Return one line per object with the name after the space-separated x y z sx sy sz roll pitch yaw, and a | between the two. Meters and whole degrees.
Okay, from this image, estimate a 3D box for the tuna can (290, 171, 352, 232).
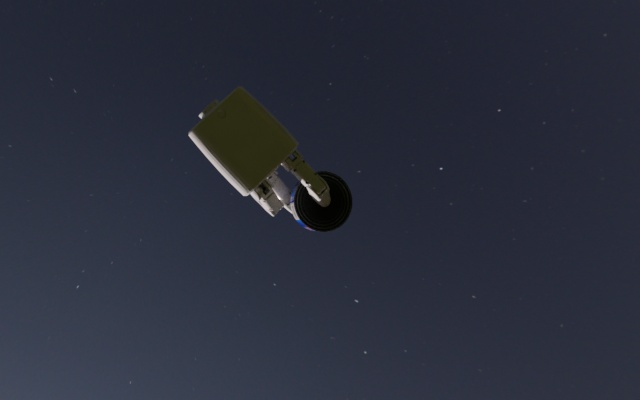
0.000 0.002 0.686 0.086 0.086 0.034 0 -3 -16 | tuna can
